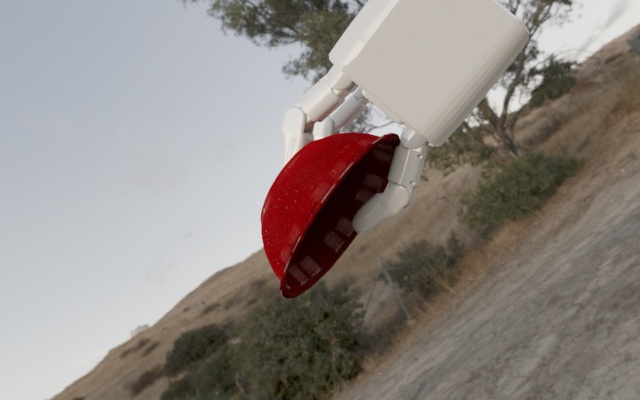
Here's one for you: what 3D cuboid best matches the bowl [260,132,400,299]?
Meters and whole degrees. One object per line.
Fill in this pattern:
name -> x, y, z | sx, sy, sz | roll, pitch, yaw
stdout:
bowl -> -0.001, 0.002, 0.402 | 0.055, 0.162, 0.162 | 34, 11, 17
